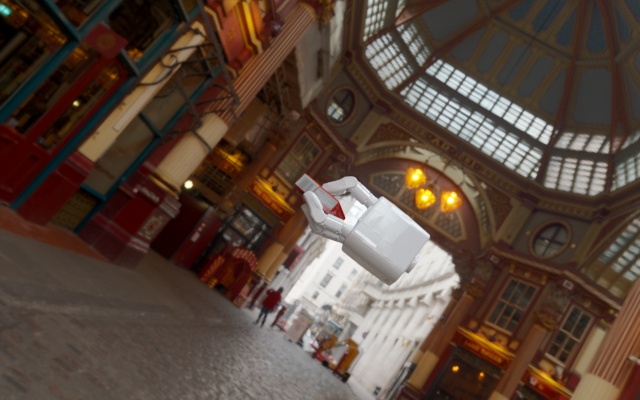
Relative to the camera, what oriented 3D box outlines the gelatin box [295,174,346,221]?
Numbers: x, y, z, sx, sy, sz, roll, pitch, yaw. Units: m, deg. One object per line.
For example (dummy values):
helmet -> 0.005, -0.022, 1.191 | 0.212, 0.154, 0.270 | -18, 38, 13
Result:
gelatin box -> 0.000, 0.002, 0.836 | 0.089, 0.030, 0.073 | 40, -11, 24
